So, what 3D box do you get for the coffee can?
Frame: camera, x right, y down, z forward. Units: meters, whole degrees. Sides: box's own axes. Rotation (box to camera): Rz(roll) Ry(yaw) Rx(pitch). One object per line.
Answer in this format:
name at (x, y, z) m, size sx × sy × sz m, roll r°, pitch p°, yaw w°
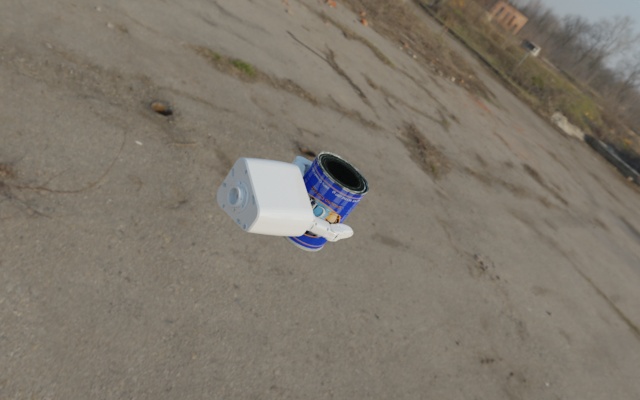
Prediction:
coffee can at (0.000, 0.003, 0.810) m, size 0.103 × 0.140 × 0.102 m, roll 29°, pitch 28°, yaw -17°
